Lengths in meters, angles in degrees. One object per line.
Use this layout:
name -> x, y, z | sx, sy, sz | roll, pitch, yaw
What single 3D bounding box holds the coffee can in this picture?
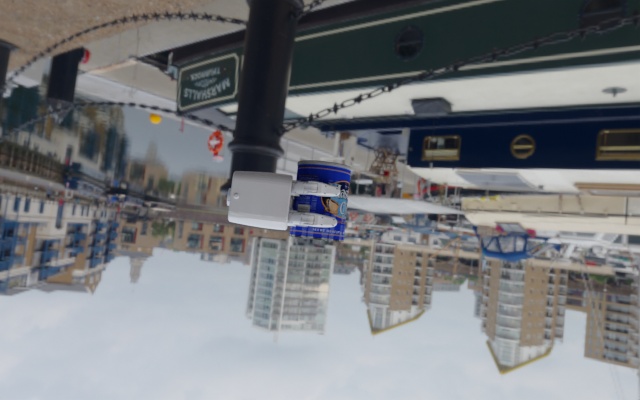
coffee can -> 0.000, 0.003, 0.892 | 0.103, 0.140, 0.103 | 6, -4, 0
